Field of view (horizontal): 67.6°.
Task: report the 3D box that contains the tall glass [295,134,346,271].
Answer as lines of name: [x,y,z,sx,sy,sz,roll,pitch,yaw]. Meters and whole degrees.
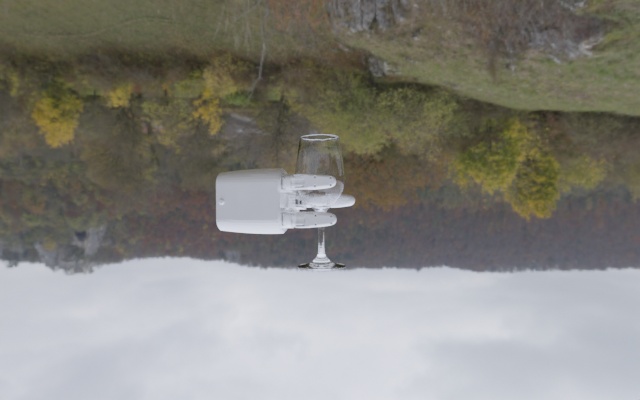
tall glass: [0.000,0.003,0.732,0.079,0.201,0.079,0,0,0]
